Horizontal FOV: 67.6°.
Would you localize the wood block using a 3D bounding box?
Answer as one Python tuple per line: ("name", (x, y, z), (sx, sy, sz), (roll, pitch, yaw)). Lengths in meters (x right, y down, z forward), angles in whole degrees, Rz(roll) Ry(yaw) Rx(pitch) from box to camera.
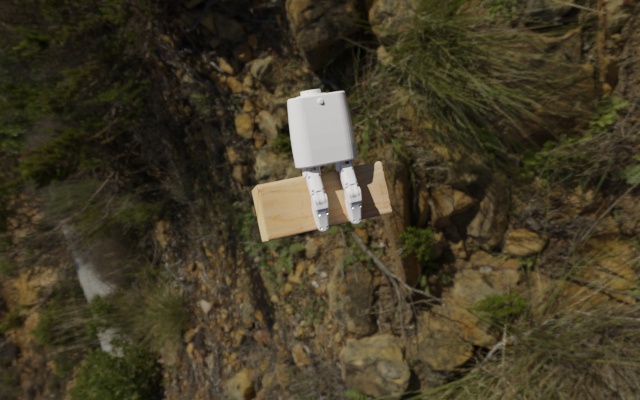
("wood block", (0.000, 0.002, 0.790), (0.206, 0.090, 0.091), (-12, -2, -14))
